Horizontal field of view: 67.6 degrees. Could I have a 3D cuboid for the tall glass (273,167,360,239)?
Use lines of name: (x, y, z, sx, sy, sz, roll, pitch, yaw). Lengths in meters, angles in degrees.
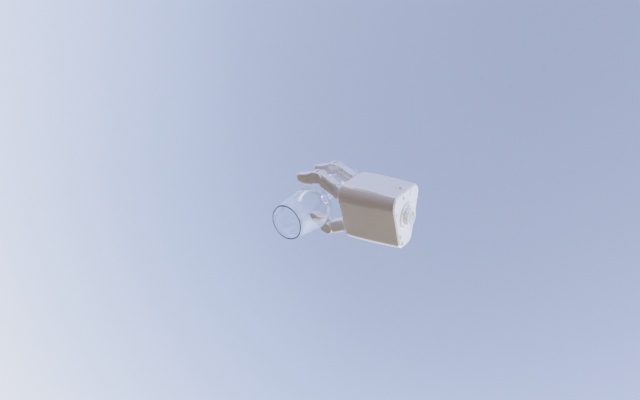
tall glass: (0.000, 0.003, 0.871, 0.079, 0.079, 0.201, 0, 20, 38)
